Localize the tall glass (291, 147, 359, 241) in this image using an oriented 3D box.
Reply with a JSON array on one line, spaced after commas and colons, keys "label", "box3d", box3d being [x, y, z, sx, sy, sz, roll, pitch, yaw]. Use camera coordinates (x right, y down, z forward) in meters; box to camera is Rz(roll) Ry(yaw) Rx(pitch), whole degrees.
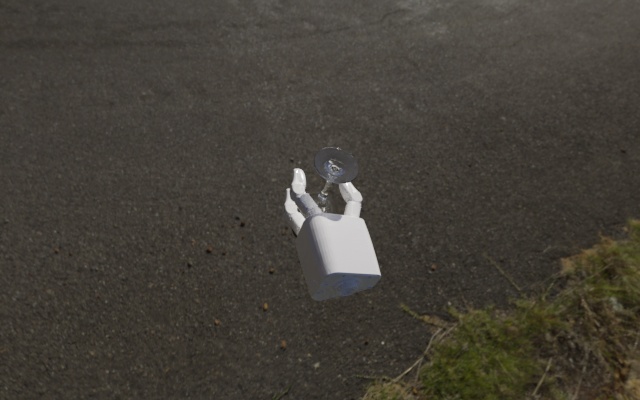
[{"label": "tall glass", "box3d": [0.000, 0.002, 0.827, 0.079, 0.079, 0.201, 0, -36, -18]}]
